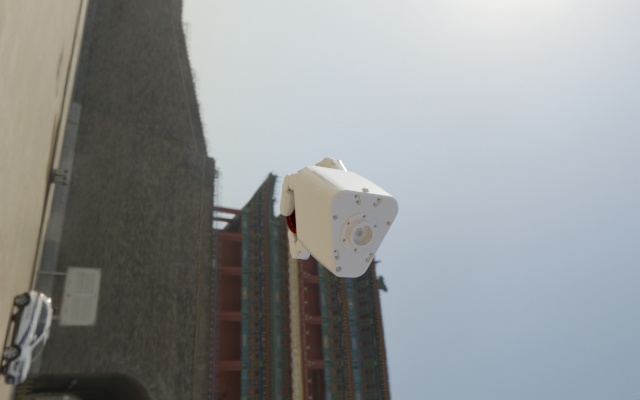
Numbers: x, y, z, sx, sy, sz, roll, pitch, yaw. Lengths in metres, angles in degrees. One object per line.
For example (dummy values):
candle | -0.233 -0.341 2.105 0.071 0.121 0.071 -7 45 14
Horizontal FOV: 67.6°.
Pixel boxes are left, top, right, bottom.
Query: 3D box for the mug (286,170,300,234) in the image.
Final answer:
mug | 0.000 0.002 0.703 0.081 0.093 0.117 9 15 -25
